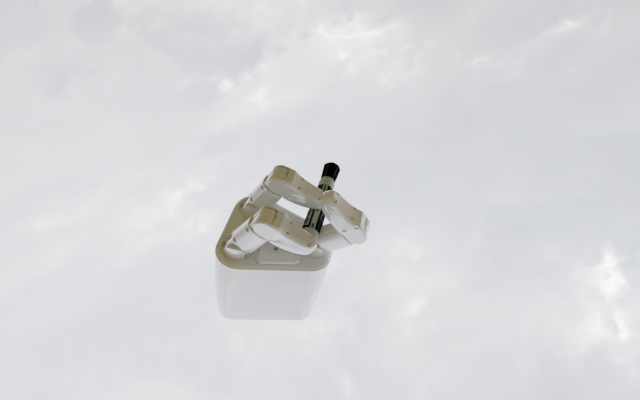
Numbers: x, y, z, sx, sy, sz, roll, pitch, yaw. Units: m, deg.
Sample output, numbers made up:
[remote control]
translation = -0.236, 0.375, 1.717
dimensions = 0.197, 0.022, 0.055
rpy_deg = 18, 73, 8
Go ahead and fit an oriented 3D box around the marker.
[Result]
[marker]
translation = 0.000, 0.002, 0.486
dimensions = 0.020, 0.020, 0.121
rpy_deg = 0, 42, 17
